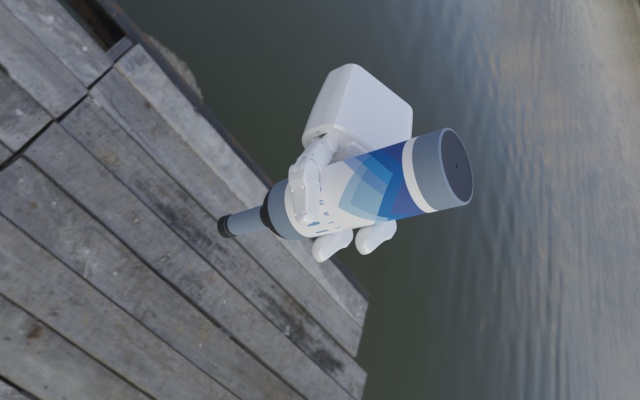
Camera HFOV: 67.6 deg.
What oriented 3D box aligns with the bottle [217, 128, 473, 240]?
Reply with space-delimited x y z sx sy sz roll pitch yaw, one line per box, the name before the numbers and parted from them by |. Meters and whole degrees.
bottle | 0.000 0.002 0.485 0.296 0.069 0.069 -15 -9 37
